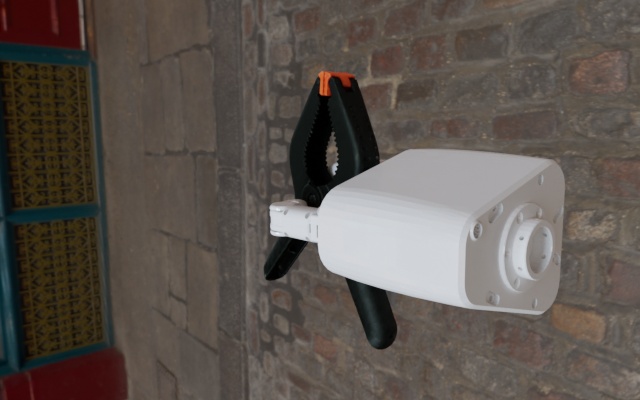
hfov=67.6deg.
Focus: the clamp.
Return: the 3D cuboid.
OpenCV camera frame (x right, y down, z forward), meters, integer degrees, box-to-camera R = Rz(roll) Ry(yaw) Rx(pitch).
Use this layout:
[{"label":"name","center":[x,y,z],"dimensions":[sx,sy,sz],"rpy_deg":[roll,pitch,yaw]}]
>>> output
[{"label":"clamp","center":[0.000,0.001,0.403],"dimensions":[0.036,0.210,0.164],"rpy_deg":[-8,11,-40]}]
